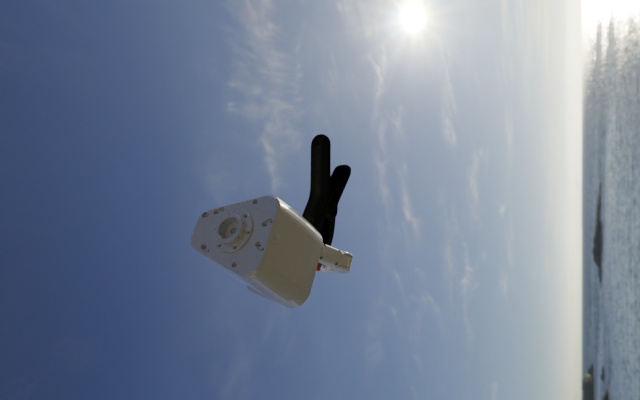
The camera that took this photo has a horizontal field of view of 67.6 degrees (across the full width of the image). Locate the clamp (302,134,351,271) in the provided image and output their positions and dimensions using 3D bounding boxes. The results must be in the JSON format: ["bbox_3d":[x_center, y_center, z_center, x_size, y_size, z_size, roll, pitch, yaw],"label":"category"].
[{"bbox_3d":[0.000,0.002,0.627,0.039,0.171,0.120,2,-25,26],"label":"clamp"}]
